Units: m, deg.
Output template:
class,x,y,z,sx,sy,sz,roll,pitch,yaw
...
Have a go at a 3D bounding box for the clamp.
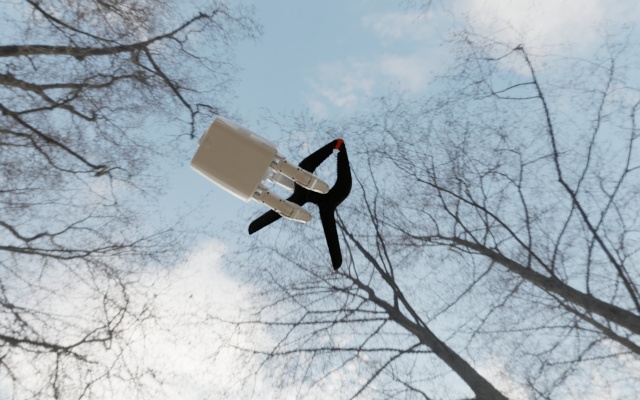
class,x,y,z,sx,sy,sz,roll,pitch,yaw
clamp,0.000,0.002,0.776,0.164,0.210,0.036,30,7,-4
